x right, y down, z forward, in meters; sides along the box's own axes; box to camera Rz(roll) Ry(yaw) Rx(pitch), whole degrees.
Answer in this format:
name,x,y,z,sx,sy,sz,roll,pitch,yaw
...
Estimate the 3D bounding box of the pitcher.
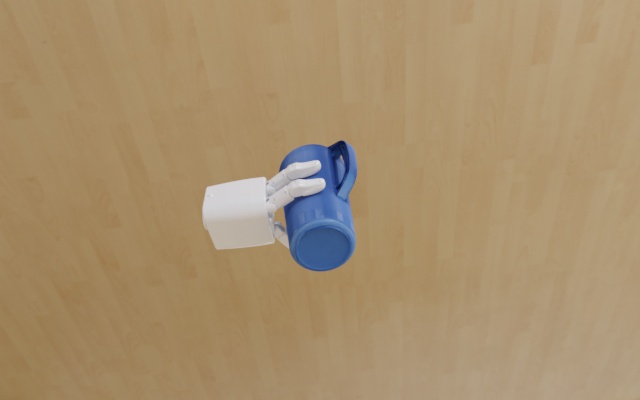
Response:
name,x,y,z,sx,sy,sz,roll,pitch,yaw
pitcher,0.000,0.003,0.850,0.145,0.149,0.242,-6,34,-2
